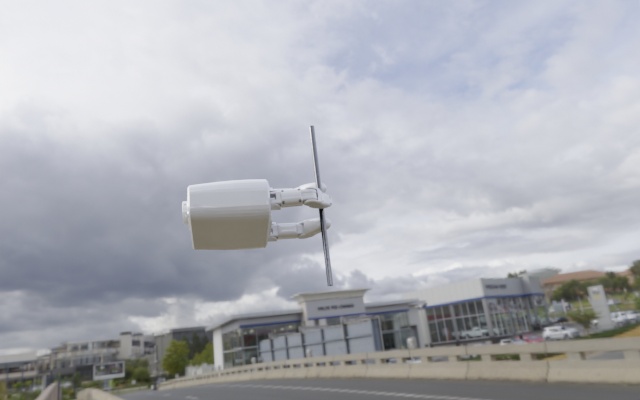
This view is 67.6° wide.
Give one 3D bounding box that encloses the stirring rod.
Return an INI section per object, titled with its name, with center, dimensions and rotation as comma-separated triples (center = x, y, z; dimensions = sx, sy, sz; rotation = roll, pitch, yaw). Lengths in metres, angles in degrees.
[stirring rod]
center = 0.000, 0.002, 0.688
dimensions = 0.011, 0.239, 0.011
rotation = -6, -17, -2
